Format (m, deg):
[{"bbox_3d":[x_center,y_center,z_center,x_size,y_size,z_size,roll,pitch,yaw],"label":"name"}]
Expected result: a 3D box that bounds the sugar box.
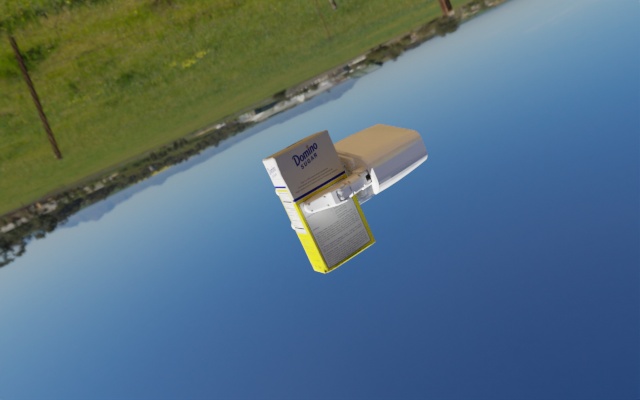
[{"bbox_3d":[0.000,0.002,0.662,0.093,0.176,0.048,-30,12,-25],"label":"sugar box"}]
